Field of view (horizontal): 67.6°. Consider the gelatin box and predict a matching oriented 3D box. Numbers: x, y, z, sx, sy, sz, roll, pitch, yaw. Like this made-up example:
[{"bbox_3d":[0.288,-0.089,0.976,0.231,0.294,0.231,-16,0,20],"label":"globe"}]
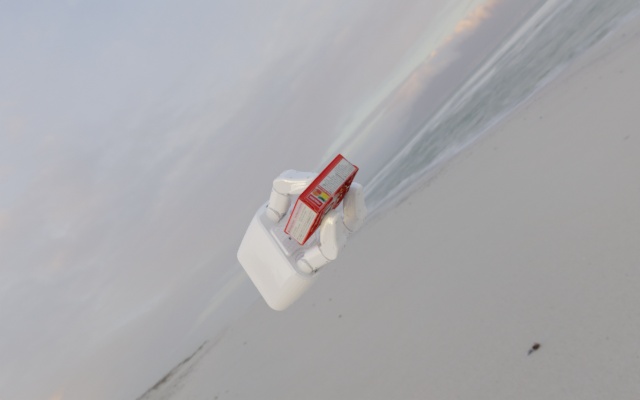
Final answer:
[{"bbox_3d":[0.000,0.001,0.517,0.030,0.073,0.089,38,-30,8],"label":"gelatin box"}]
